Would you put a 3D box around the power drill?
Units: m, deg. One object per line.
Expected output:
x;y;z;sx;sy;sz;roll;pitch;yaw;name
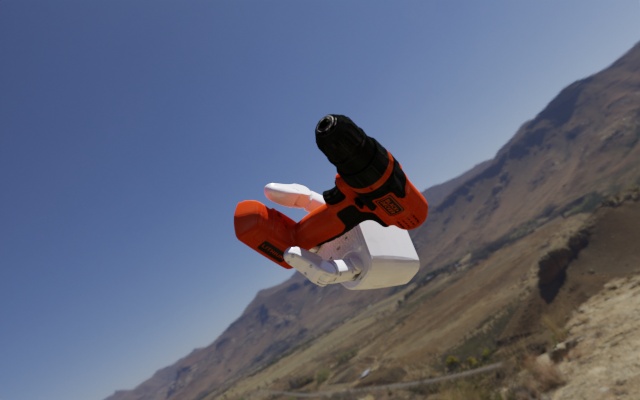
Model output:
0.000;0.002;0.512;0.188;0.057;0.184;-24;-43;26;power drill
